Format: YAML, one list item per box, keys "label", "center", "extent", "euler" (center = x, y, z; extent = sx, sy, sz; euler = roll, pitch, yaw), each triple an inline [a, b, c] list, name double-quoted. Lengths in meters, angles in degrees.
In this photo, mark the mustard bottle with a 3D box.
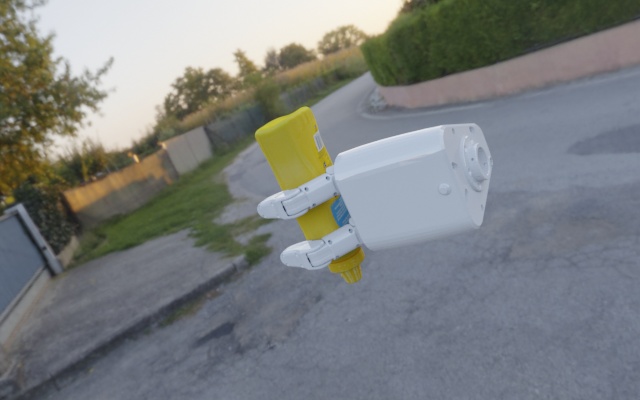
- label: "mustard bottle"
  center: [0.000, 0.002, 0.500]
  extent: [0.058, 0.192, 0.096]
  euler: [-21, 14, 14]
